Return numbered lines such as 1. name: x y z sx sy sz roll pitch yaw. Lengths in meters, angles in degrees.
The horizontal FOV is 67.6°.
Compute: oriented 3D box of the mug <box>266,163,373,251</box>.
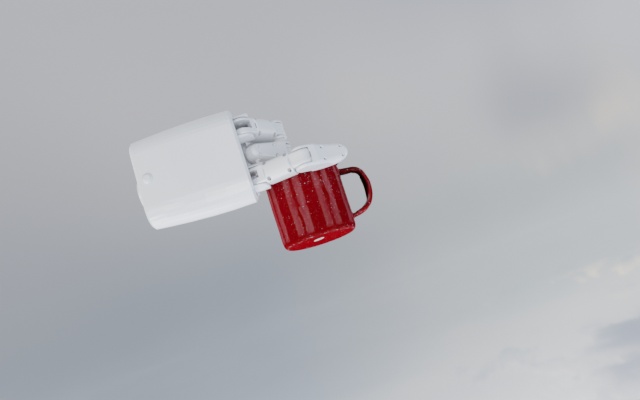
1. mug: 0.002 0.001 0.521 0.117 0.081 0.093 -17 -12 -5
